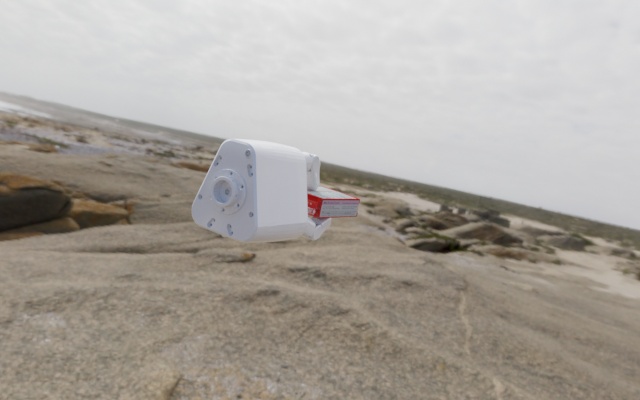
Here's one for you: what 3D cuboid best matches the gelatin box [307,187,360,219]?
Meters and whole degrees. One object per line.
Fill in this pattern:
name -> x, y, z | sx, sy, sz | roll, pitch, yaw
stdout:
gelatin box -> 0.000, 0.002, 0.674 | 0.073, 0.030, 0.089 | 19, 13, 39
